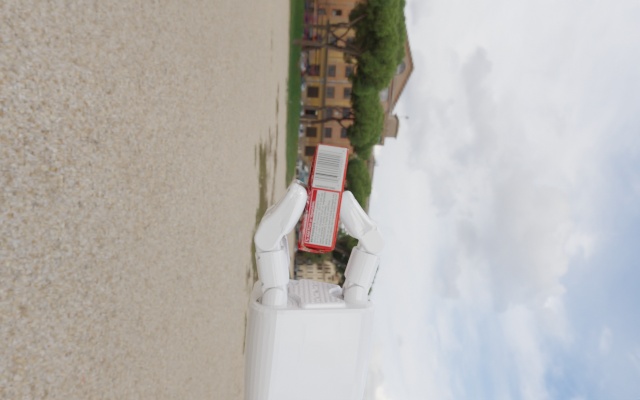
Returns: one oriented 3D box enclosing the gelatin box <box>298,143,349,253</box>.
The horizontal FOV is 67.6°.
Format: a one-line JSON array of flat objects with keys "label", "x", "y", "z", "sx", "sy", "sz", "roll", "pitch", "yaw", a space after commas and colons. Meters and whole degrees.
[{"label": "gelatin box", "x": 0.001, "y": 0.001, "z": 0.422, "sx": 0.030, "sy": 0.089, "sz": 0.073, "roll": 9, "pitch": -7, "yaw": -4}]
